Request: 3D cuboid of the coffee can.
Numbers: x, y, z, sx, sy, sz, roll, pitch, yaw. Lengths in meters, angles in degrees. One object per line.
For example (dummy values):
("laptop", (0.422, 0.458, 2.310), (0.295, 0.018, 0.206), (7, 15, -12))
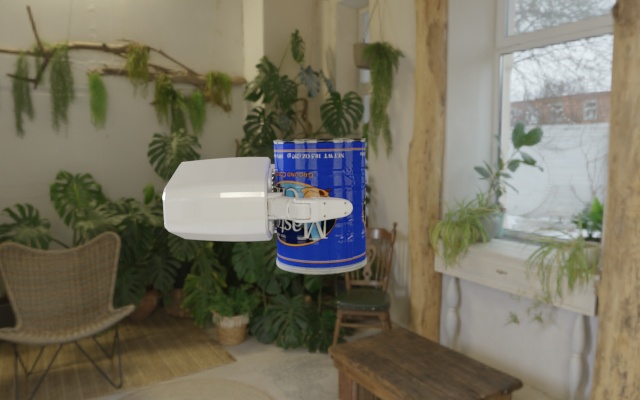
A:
("coffee can", (0.000, 0.002, 0.536), (0.103, 0.140, 0.103), (-1, 7, 0))
